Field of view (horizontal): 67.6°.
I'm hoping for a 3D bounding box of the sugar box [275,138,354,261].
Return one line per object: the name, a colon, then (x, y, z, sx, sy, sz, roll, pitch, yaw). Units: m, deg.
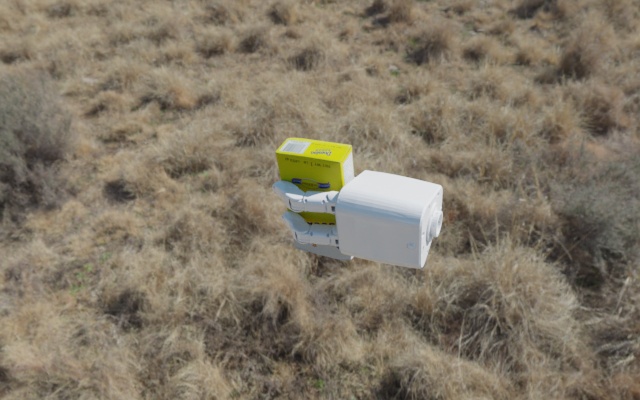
sugar box: (0.000, 0.002, 0.652, 0.093, 0.176, 0.048, 11, 41, 23)
